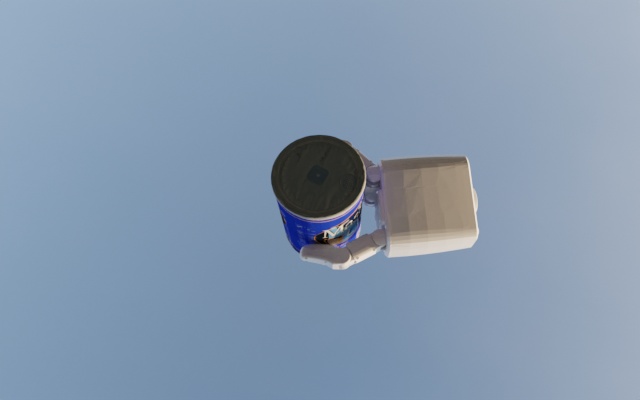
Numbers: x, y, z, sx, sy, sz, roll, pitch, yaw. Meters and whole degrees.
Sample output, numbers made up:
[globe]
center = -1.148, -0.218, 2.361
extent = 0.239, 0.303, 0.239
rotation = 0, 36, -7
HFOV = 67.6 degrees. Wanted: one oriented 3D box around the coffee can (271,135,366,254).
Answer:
[coffee can]
center = 0.000, 0.002, 0.575
extent = 0.103, 0.102, 0.140
rotation = 0, -25, 2
